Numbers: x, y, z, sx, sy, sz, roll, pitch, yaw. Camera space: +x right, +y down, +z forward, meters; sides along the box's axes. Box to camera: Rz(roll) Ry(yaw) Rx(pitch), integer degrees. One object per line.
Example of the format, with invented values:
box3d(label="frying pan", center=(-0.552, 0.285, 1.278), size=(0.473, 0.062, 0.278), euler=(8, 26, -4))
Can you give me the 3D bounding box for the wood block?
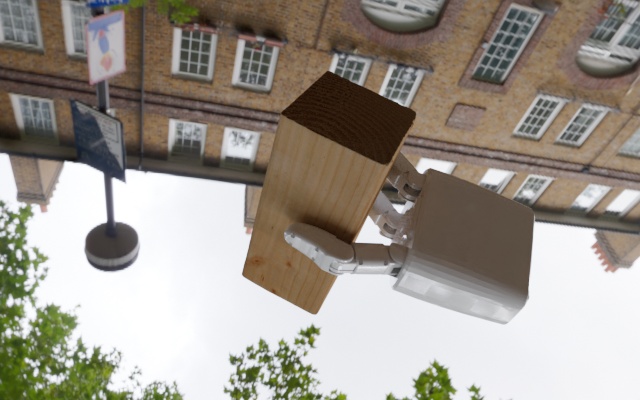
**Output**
box3d(label="wood block", center=(0.000, 0.002, 0.445), size=(0.090, 0.206, 0.090), euler=(27, 43, 8))
